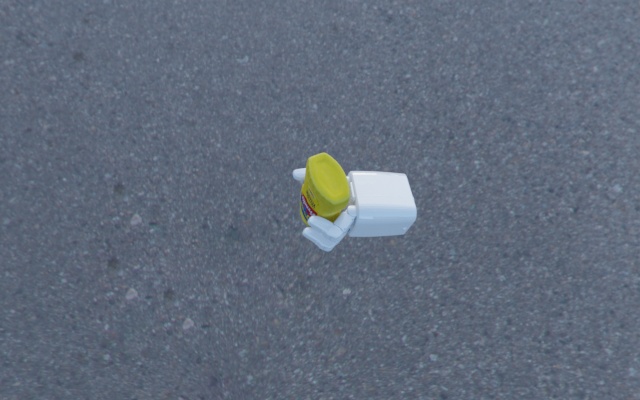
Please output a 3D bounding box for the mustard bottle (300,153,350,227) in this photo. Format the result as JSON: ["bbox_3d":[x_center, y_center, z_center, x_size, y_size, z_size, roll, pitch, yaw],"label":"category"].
[{"bbox_3d":[0.000,0.003,0.842,0.058,0.096,0.192,-23,-19,-18],"label":"mustard bottle"}]
